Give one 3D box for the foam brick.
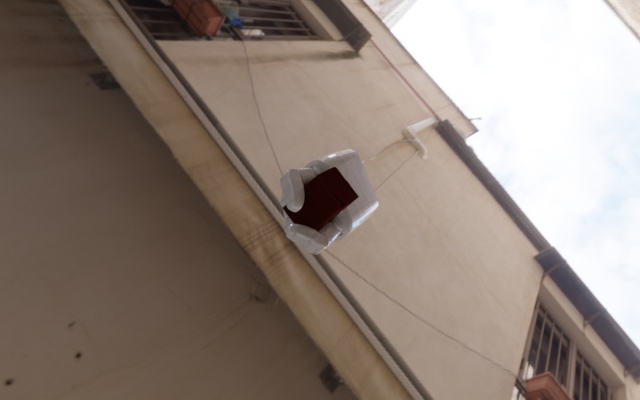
[{"bbox_3d":[0.000,0.002,0.625,0.078,0.053,0.051,-41,-6,34],"label":"foam brick"}]
